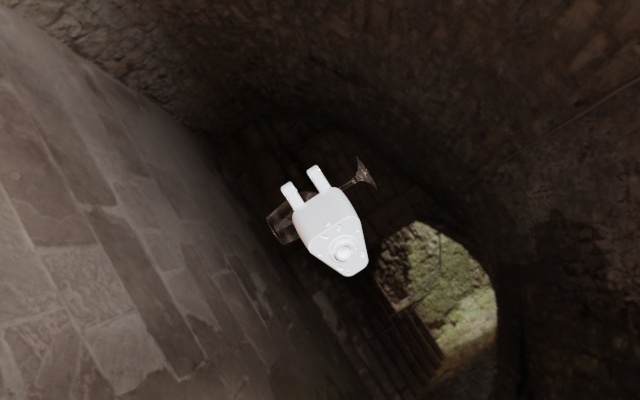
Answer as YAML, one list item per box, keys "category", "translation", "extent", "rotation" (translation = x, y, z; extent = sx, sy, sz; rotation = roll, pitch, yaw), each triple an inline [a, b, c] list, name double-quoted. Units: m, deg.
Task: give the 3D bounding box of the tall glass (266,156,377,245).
- category: "tall glass"
  translation: [0.001, 0.002, 0.878]
  extent: [0.201, 0.079, 0.079]
  rotation: [-33, -1, 1]
